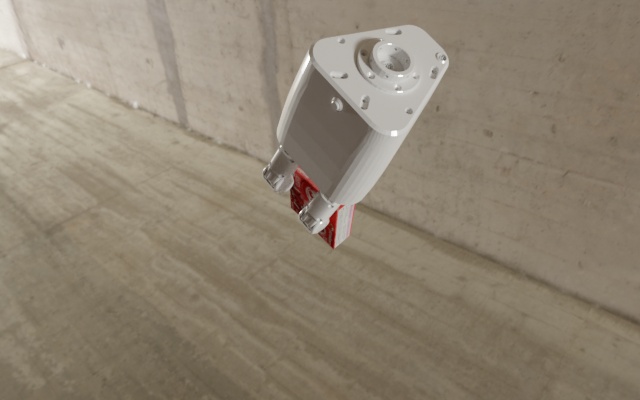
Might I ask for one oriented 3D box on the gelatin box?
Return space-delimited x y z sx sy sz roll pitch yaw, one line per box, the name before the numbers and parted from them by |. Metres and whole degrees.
gelatin box | 0.000 0.002 0.508 0.030 0.073 0.089 -38 -23 -21
